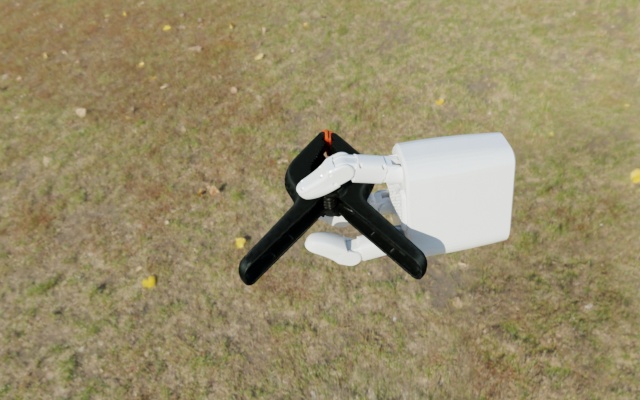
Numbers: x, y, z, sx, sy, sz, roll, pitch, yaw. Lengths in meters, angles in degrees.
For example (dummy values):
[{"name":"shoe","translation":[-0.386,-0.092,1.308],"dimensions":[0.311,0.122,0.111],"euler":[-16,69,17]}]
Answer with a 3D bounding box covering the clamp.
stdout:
[{"name":"clamp","translation":[0.000,0.001,0.479],"dimensions":[0.164,0.036,0.209],"euler":[-6,44,-4]}]
